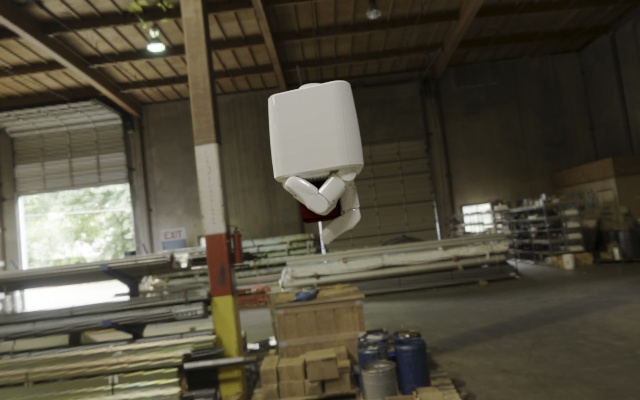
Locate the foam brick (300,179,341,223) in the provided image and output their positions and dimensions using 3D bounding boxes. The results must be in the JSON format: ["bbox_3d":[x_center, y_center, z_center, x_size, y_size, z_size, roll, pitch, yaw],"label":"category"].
[{"bbox_3d":[0.000,0.002,0.652,0.053,0.051,0.078,-8,-4,0],"label":"foam brick"}]
